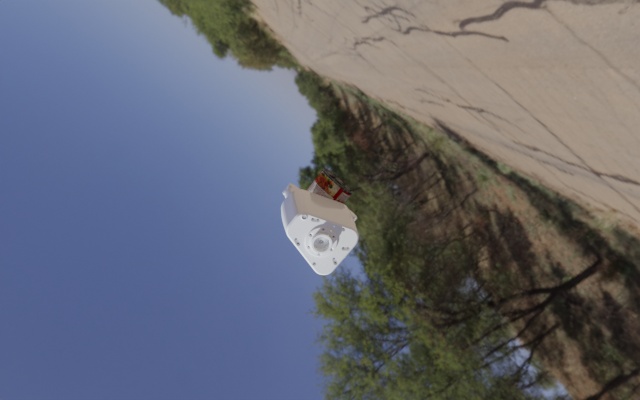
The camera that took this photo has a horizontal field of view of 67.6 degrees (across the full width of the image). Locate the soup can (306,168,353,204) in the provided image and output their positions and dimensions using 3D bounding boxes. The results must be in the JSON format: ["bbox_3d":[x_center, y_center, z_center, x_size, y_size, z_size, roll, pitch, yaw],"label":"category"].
[{"bbox_3d":[0.000,0.003,0.853,0.068,0.102,0.068,38,11,-8],"label":"soup can"}]
